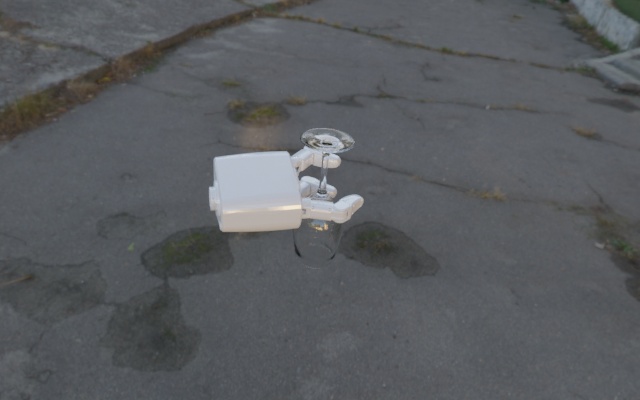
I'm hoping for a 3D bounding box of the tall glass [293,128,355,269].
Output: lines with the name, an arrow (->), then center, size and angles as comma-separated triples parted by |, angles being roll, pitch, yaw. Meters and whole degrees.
tall glass -> 0.000, 0.002, 0.694 | 0.079, 0.201, 0.079 | 4, 31, -3
